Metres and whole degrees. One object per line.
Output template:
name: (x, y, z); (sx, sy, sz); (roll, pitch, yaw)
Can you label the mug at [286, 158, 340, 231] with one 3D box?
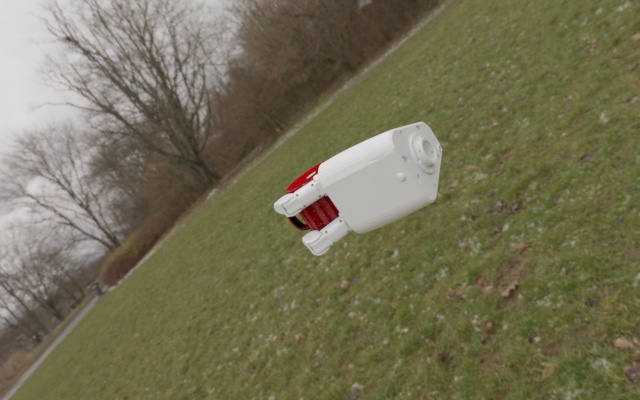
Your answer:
mug: (-0.001, 0.002, 0.637); (0.117, 0.081, 0.093); (-25, 15, 37)
